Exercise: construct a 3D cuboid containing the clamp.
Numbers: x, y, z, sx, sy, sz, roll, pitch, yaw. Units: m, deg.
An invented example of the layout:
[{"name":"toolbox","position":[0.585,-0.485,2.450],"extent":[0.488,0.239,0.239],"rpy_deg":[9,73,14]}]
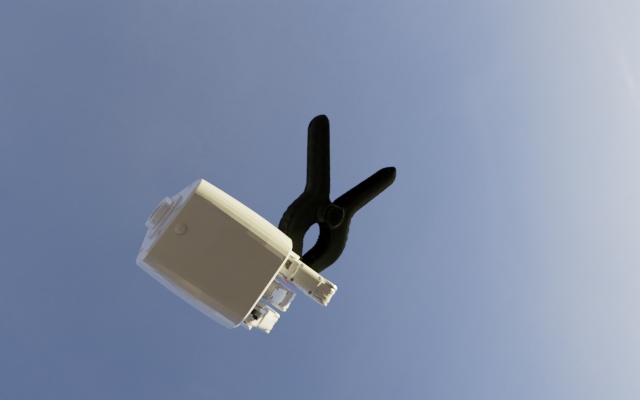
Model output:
[{"name":"clamp","position":[0.000,0.002,0.491],"extent":[0.120,0.171,0.039],"rpy_deg":[40,-16,-23]}]
